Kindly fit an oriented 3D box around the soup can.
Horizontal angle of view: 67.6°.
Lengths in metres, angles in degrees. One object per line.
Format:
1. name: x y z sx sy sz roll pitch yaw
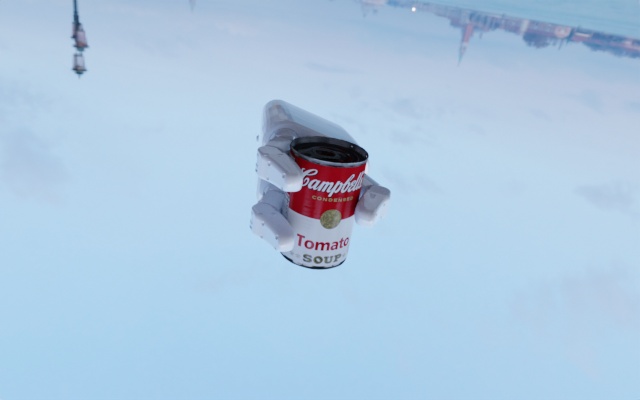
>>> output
1. soup can: 0.000 0.002 0.426 0.068 0.102 0.068 8 24 -4
